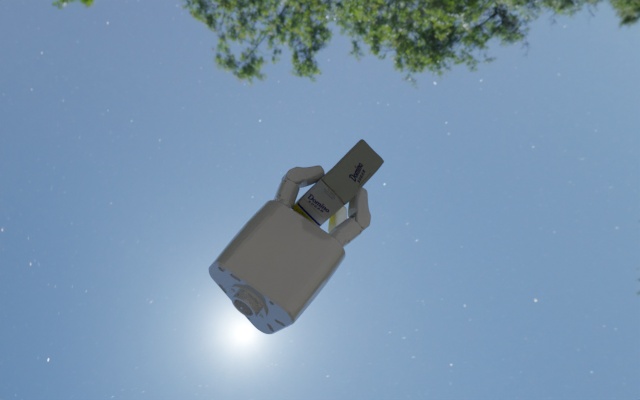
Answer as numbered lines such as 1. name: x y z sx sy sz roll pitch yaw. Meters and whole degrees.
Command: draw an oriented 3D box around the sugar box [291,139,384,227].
1. sugar box: 0.000 0.003 0.607 0.093 0.048 0.176 -46 4 -37
